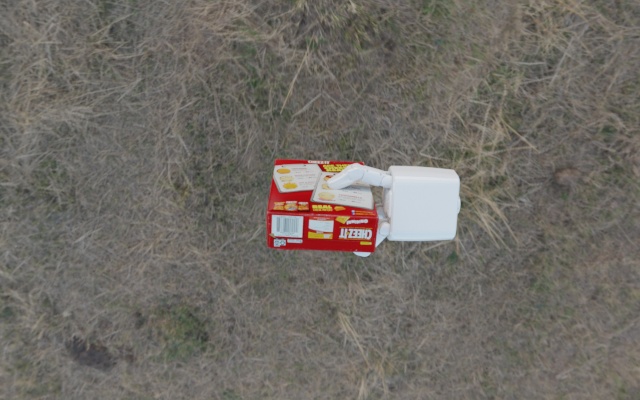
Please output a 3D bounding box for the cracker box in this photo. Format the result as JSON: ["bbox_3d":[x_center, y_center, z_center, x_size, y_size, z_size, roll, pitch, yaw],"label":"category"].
[{"bbox_3d":[0.000,0.002,0.788,0.164,0.072,0.213,2,26,-3],"label":"cracker box"}]
